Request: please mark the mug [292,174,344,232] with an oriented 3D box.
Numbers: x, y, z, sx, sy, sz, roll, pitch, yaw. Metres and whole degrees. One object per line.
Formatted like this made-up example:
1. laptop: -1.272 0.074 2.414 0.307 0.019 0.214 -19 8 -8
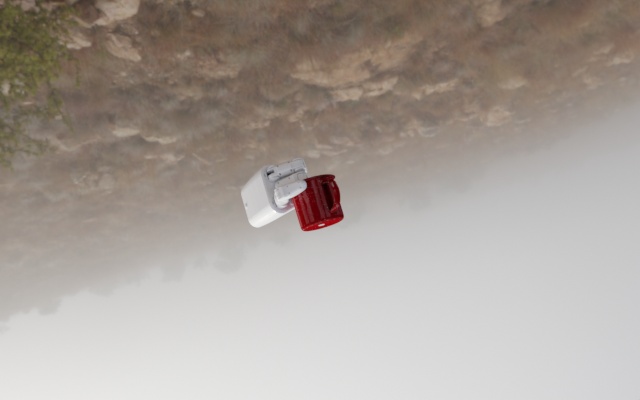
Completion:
1. mug: 0.001 0.003 0.854 0.093 0.081 0.117 -9 -14 -36
